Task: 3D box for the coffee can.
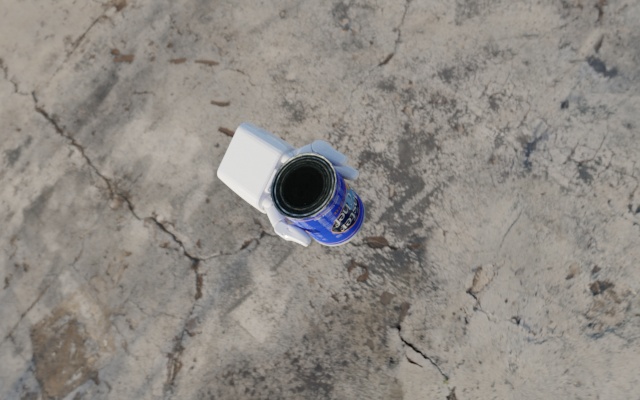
[{"bbox_3d":[0.000,0.003,0.732,0.103,0.102,0.140,0,-20,23],"label":"coffee can"}]
